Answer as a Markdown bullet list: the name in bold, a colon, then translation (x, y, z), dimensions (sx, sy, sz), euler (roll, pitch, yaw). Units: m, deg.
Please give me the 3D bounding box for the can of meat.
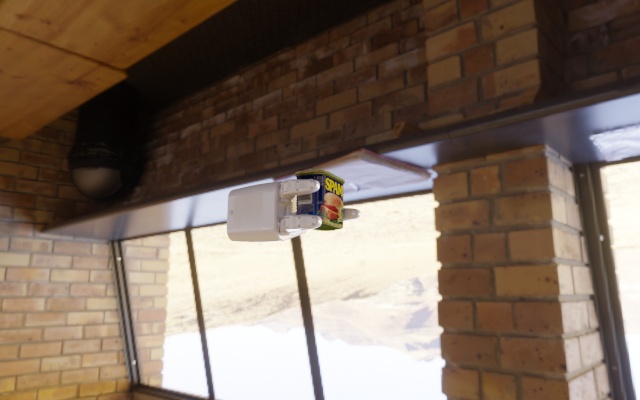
- **can of meat**: translation (0.000, 0.003, 0.775), dimensions (0.057, 0.084, 0.102), euler (-5, -12, 25)
